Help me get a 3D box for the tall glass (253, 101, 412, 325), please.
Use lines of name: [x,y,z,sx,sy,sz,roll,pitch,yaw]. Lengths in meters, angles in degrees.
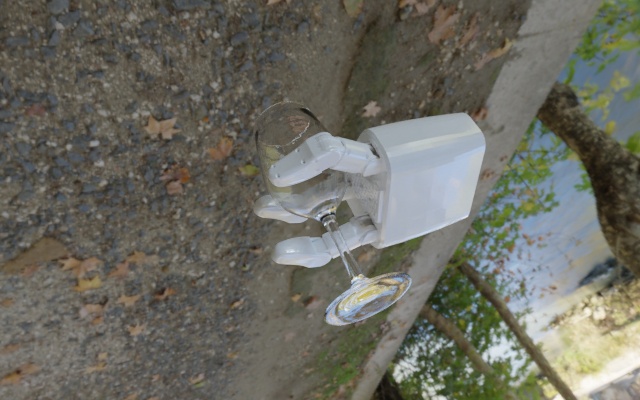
tall glass: [0.000,0.002,0.419,0.079,0.201,0.079,-19,-32,-12]
